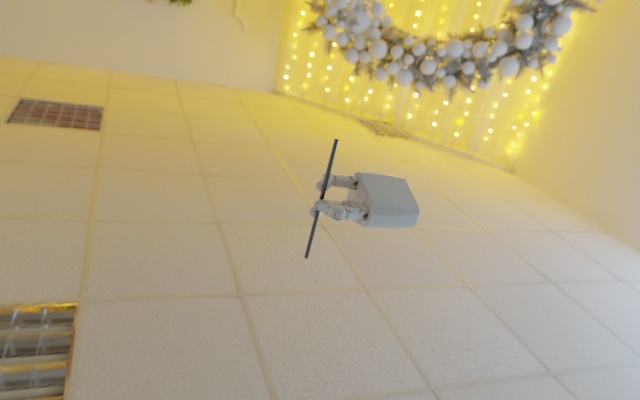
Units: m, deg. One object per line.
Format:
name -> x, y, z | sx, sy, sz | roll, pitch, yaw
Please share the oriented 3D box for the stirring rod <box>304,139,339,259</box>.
stirring rod -> 0.000, 0.003, 0.861 | 0.011, 0.240, 0.011 | 12, 25, -6
